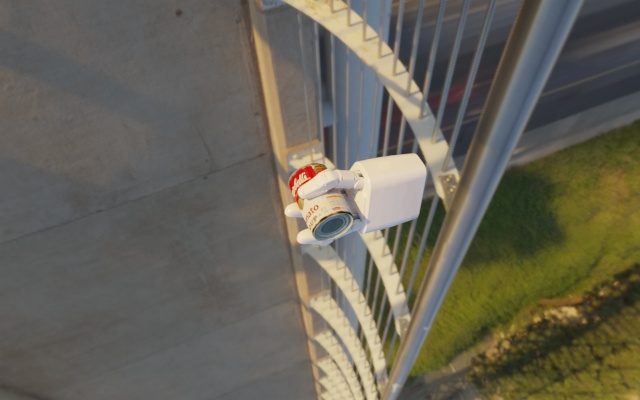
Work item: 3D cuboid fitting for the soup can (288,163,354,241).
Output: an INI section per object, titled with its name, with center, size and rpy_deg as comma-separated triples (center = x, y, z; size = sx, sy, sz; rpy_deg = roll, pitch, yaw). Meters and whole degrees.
[soup can]
center = 0.000, 0.003, 0.724
size = 0.068, 0.102, 0.069
rpy_deg = -18, -34, -13
